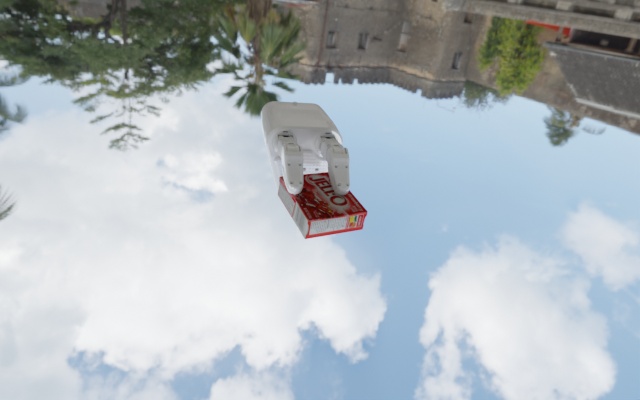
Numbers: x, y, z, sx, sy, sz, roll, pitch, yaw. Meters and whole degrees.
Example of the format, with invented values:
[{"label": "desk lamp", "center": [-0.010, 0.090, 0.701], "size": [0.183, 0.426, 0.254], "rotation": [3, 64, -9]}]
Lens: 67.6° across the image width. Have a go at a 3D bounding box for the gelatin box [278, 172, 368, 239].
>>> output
[{"label": "gelatin box", "center": [0.000, 0.002, 0.547], "size": [0.073, 0.030, 0.089], "rotation": [-7, 38, -25]}]
